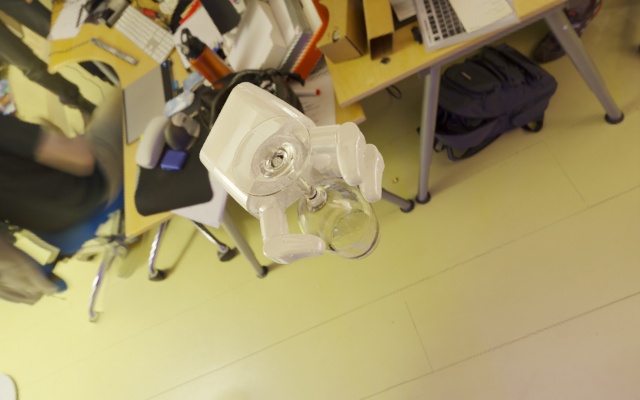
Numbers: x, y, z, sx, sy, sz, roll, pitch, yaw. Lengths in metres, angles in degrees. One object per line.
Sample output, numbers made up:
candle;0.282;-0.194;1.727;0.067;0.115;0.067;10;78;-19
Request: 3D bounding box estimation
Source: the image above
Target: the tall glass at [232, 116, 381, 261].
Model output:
tall glass;0.000;0.001;0.472;0.079;0.079;0.201;0;-23;27
